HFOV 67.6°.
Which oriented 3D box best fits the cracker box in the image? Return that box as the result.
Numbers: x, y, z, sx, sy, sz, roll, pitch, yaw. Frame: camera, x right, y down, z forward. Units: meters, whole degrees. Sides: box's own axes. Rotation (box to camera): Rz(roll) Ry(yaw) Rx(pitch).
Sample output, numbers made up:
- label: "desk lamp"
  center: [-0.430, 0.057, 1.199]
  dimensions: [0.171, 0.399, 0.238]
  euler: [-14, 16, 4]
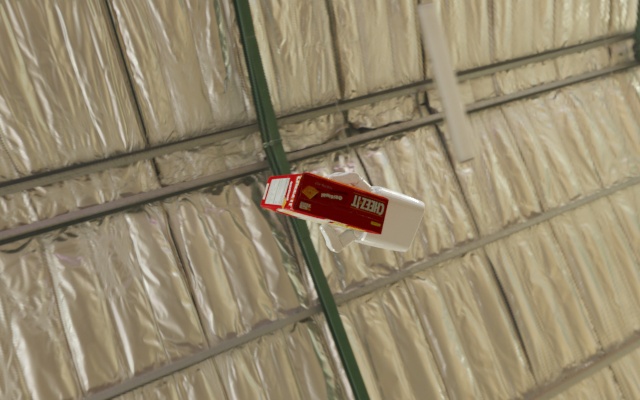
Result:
- label: "cracker box"
  center: [0.000, 0.003, 0.868]
  dimensions: [0.164, 0.072, 0.213]
  euler: [16, -5, -20]
